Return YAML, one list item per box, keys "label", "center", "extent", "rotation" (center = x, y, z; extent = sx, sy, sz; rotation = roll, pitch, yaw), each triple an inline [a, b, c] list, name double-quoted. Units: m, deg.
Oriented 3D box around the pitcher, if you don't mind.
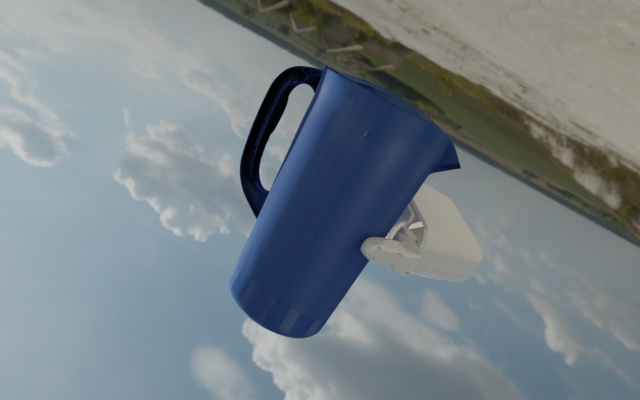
- label: "pitcher"
  center: [0.000, 0.002, 0.460]
  extent: [0.145, 0.243, 0.149]
  rotation: [19, 18, -36]
